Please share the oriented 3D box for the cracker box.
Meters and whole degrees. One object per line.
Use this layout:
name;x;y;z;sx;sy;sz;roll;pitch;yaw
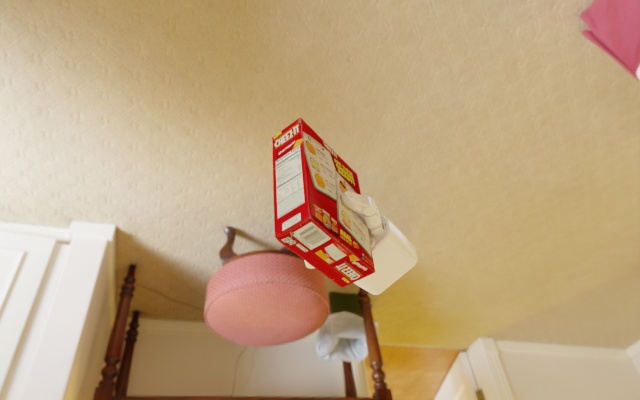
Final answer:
cracker box;0.000;0.002;0.734;0.072;0.213;0.164;-30;-48;22
